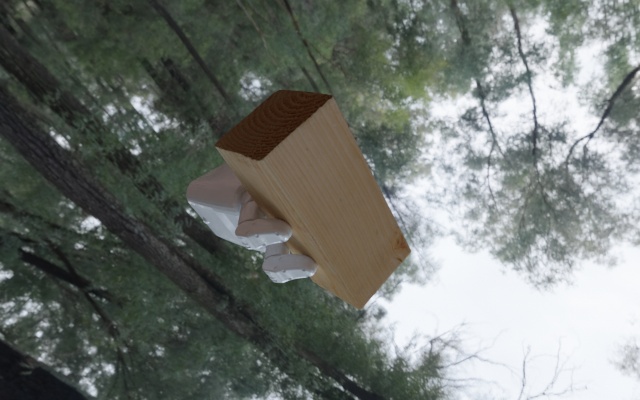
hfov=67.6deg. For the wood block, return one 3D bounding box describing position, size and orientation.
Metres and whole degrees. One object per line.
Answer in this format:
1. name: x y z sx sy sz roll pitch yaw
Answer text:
1. wood block: 0.000 0.001 0.482 0.091 0.206 0.090 -46 37 -19
